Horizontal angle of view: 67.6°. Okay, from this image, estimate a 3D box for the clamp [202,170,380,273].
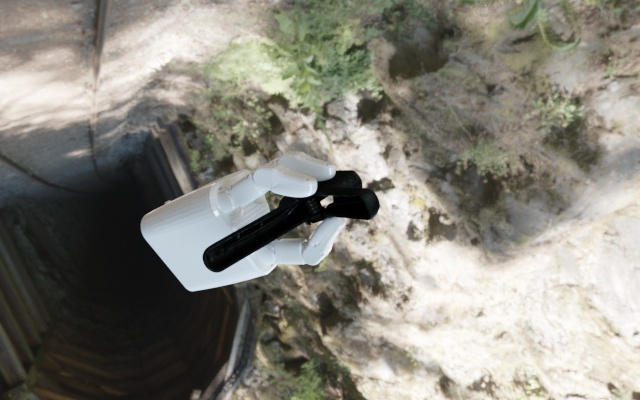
[{"bbox_3d":[0.000,0.002,0.474,0.164,0.036,0.210,-18,11,25],"label":"clamp"}]
